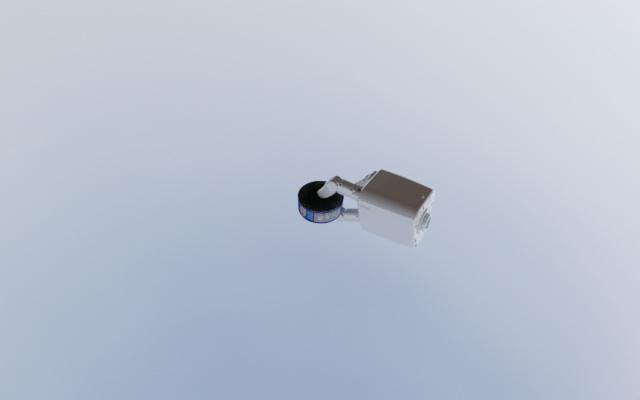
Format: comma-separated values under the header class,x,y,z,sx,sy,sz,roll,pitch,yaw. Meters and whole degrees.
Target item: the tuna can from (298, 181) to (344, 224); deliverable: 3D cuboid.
class,x,y,z,sx,sy,sz,roll,pitch,yaw
tuna can,0.000,0.003,0.890,0.086,0.034,0.086,1,43,-1
